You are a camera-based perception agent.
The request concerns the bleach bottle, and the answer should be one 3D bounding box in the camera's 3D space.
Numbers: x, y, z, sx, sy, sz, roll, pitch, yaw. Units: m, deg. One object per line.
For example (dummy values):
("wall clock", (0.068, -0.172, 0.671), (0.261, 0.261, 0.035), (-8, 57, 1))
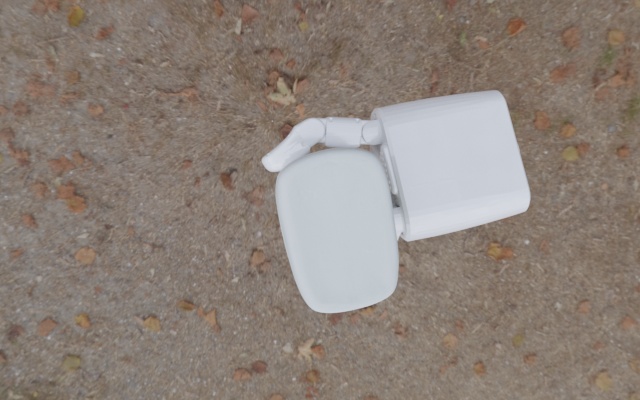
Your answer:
("bleach bottle", (0.000, 0.001, 0.400), (0.068, 0.102, 0.251), (-11, 10, -4))
